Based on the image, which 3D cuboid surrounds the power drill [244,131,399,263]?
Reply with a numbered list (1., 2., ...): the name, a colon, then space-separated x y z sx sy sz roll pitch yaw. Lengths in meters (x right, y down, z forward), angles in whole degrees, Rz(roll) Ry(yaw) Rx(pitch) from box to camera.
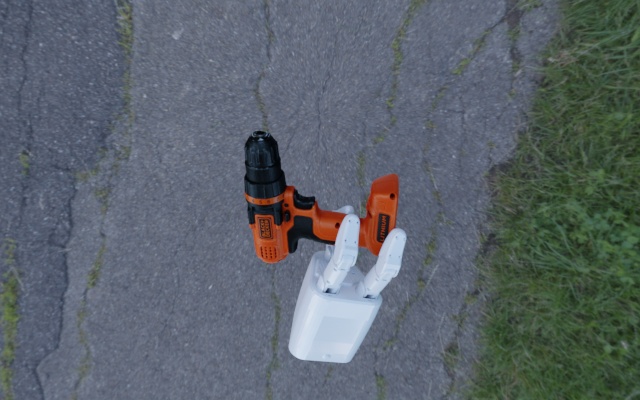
1. power drill: 0.001 0.002 0.589 0.187 0.185 0.057 4 36 8
